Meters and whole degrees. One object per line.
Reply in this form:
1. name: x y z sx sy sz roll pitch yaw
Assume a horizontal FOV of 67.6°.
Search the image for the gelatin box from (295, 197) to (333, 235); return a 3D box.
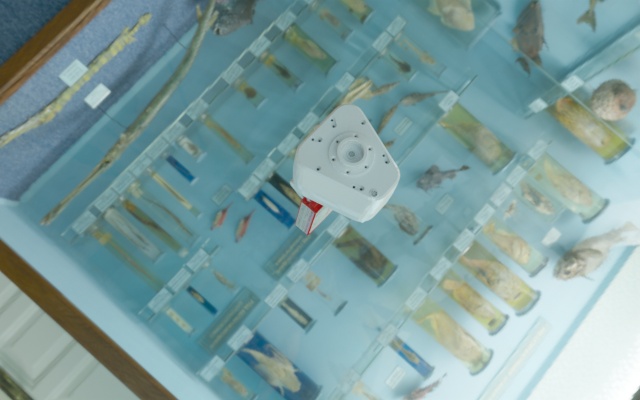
1. gelatin box: 0.000 0.003 0.686 0.030 0.073 0.089 40 -25 11
